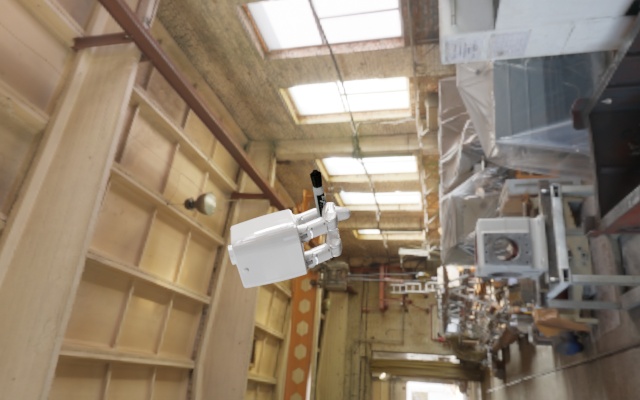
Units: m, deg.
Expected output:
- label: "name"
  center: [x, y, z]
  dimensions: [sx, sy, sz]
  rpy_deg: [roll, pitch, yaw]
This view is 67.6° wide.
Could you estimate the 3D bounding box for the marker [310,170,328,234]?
- label: "marker"
  center: [0.000, 0.003, 0.801]
  dimensions: [0.020, 0.121, 0.020]
  rpy_deg: [-7, 32, 5]
